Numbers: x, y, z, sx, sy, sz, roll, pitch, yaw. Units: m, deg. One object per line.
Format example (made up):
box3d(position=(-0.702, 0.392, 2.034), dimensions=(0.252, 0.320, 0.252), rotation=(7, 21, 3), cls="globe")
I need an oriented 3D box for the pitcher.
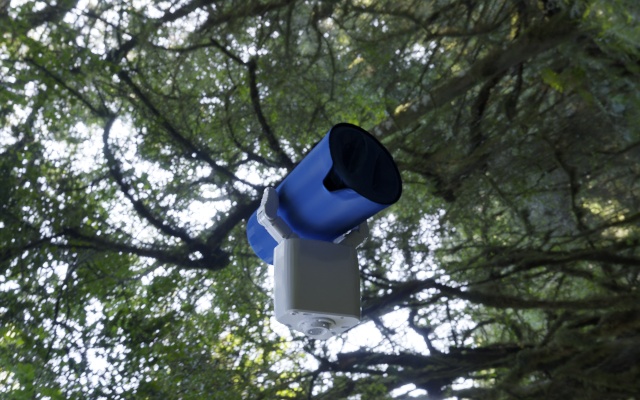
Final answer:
box3d(position=(0.000, 0.002, 0.723), dimensions=(0.149, 0.145, 0.243), rotation=(23, -43, -31), cls="pitcher")
